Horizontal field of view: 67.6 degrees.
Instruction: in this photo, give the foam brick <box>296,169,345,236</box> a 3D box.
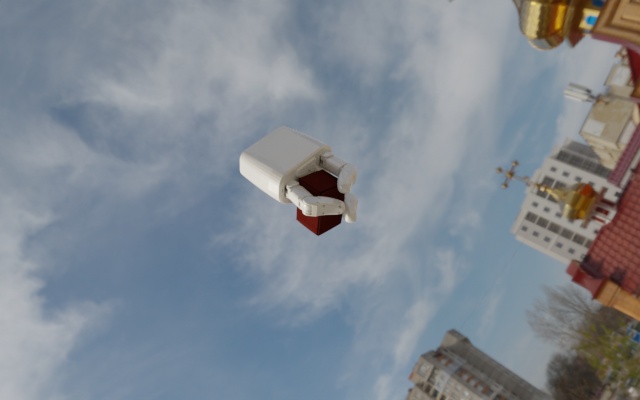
[{"bbox_3d":[0.000,0.003,0.726,0.053,0.078,0.051,-24,43,-38],"label":"foam brick"}]
